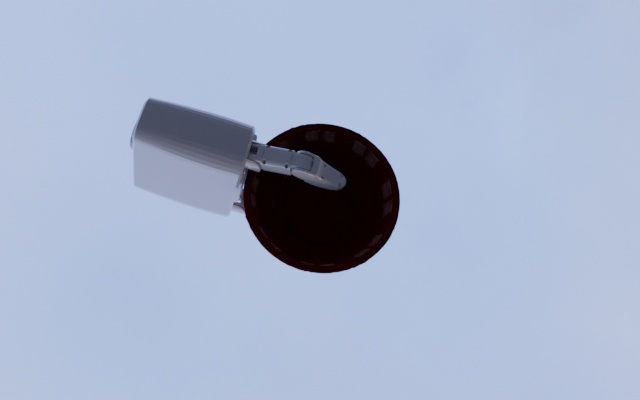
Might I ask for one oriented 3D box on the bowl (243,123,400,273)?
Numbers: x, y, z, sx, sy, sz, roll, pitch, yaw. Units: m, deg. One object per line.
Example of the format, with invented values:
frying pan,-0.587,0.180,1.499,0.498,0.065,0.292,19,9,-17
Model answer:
bowl,0.001,0.002,0.511,0.162,0.162,0.055,0,-18,-5
